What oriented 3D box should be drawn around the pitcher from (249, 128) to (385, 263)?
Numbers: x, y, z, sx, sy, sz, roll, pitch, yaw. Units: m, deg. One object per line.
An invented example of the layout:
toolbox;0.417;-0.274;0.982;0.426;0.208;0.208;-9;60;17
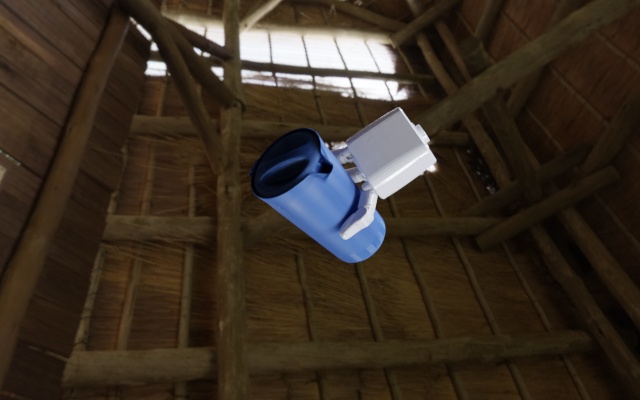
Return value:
pitcher;0.000;0.003;0.803;0.145;0.149;0.243;-35;-50;11
